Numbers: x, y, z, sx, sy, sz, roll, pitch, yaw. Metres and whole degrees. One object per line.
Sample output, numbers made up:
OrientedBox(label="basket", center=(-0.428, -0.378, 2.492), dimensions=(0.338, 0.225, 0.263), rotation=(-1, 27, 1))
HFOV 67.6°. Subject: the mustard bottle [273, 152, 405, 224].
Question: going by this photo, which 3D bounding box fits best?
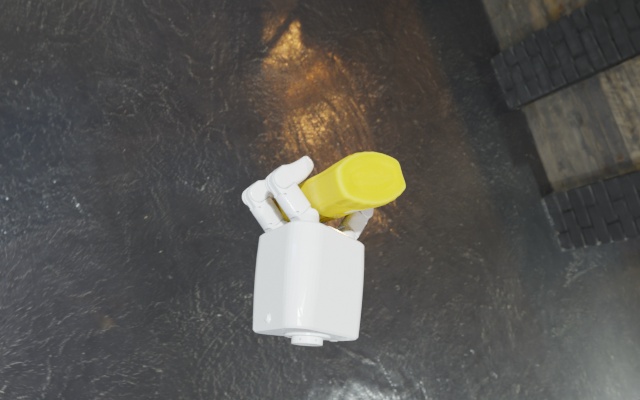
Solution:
OrientedBox(label="mustard bottle", center=(0.000, 0.001, 0.555), dimensions=(0.096, 0.058, 0.192), rotation=(-11, -8, -39))
